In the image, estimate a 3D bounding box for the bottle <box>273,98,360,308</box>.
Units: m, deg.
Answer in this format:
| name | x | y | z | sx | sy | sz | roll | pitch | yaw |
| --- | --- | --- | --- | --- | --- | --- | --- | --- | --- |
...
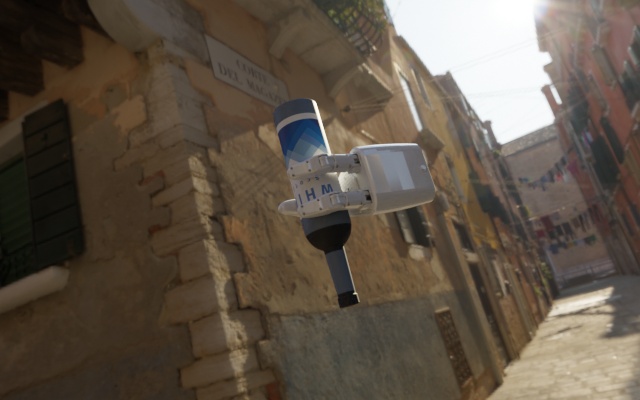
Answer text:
| name | x | y | z | sx | sy | sz | roll | pitch | yaw |
| --- | --- | --- | --- | --- | --- | --- | --- | --- | --- |
| bottle | 0.000 | 0.002 | 0.667 | 0.069 | 0.295 | 0.069 | -15 | -16 | -4 |
